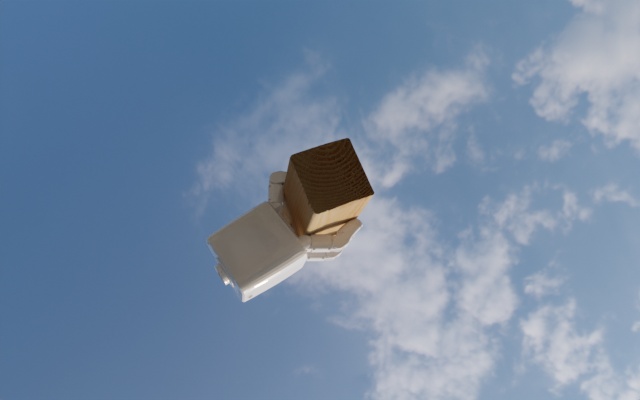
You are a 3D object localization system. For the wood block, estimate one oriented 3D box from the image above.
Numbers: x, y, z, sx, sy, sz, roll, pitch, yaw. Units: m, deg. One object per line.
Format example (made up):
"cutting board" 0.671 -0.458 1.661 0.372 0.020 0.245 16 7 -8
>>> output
"wood block" 0.000 0.002 0.718 0.090 0.090 0.206 -19 -16 -16
